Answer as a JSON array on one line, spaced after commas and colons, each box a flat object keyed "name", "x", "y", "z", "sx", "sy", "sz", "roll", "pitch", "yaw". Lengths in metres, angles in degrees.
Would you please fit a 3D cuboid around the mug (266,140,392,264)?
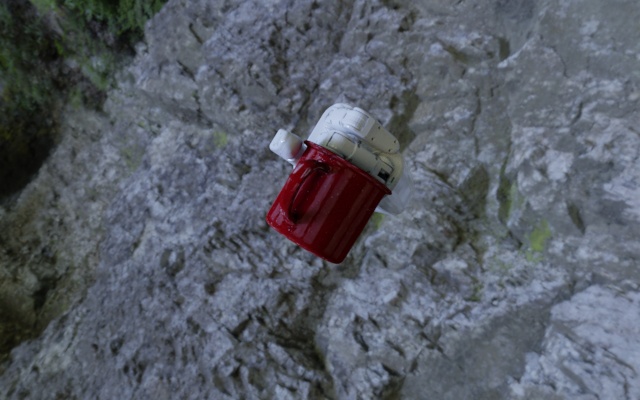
[{"name": "mug", "x": 0.000, "y": 0.001, "z": 0.421, "sx": 0.093, "sy": 0.081, "sz": 0.117, "roll": 31, "pitch": 0, "yaw": 24}]
